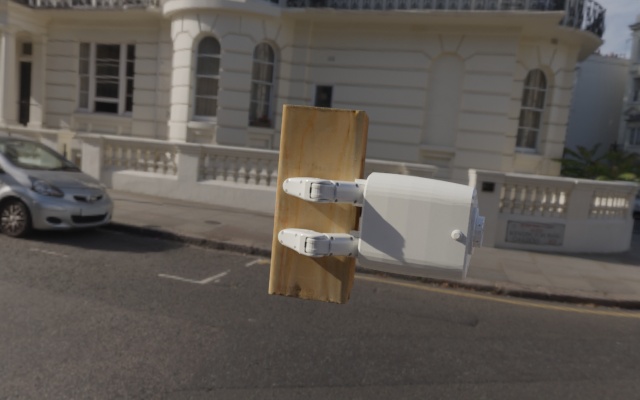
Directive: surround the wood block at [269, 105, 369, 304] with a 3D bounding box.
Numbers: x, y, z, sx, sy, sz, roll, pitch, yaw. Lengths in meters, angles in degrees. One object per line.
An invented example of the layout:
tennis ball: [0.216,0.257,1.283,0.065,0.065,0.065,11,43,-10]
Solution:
wood block: [0.001,0.002,0.550,0.090,0.206,0.091,6,6,8]
